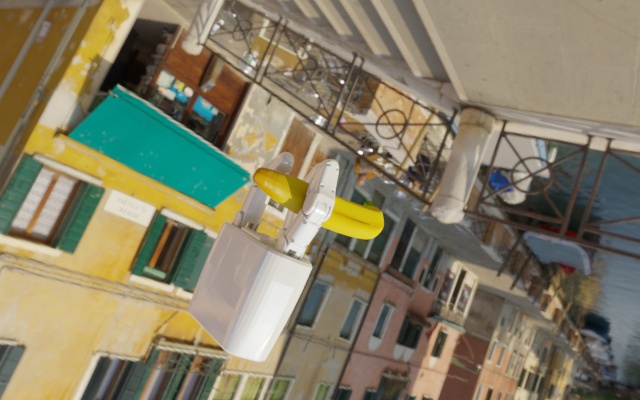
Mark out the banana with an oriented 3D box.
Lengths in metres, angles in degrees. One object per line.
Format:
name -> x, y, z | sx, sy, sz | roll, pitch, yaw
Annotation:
banana -> 0.014, 0.010, 0.509 | 0.069, 0.037, 0.198 | 33, 10, 40
